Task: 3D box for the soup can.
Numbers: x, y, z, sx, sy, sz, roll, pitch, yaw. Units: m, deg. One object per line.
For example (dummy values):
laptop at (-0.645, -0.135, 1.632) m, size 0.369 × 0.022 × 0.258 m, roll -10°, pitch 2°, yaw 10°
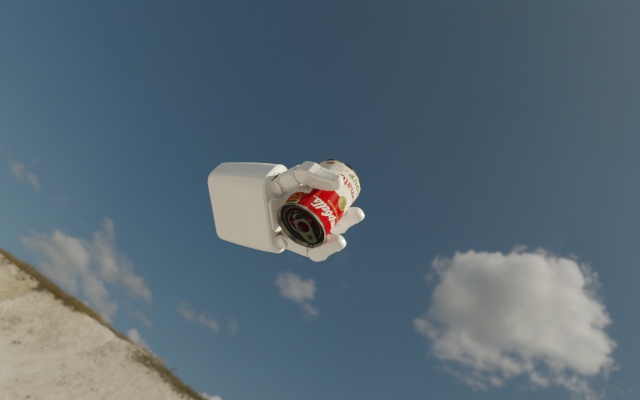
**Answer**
soup can at (0.001, 0.002, 0.606) m, size 0.068 × 0.068 × 0.102 m, roll 0°, pitch 36°, yaw 37°
